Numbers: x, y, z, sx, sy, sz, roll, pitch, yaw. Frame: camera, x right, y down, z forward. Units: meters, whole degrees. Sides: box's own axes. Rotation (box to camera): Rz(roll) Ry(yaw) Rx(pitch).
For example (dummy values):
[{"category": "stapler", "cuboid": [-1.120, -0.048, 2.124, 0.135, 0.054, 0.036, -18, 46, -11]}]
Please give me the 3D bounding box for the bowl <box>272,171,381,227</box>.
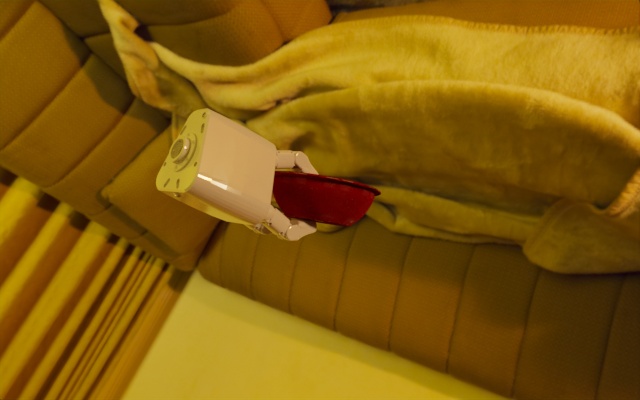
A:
[{"category": "bowl", "cuboid": [0.001, 0.003, 0.664, 0.162, 0.055, 0.162, 9, -5, 1]}]
